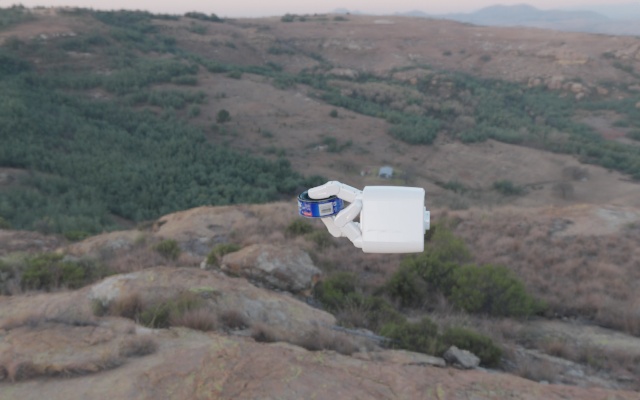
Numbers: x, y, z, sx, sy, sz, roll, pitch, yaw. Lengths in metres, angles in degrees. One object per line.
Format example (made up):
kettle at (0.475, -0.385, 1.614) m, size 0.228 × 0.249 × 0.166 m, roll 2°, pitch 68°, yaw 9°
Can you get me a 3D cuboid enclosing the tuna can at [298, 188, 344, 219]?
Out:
tuna can at (0.000, 0.002, 0.896) m, size 0.086 × 0.034 × 0.086 m, roll -6°, pitch 19°, yaw 2°
